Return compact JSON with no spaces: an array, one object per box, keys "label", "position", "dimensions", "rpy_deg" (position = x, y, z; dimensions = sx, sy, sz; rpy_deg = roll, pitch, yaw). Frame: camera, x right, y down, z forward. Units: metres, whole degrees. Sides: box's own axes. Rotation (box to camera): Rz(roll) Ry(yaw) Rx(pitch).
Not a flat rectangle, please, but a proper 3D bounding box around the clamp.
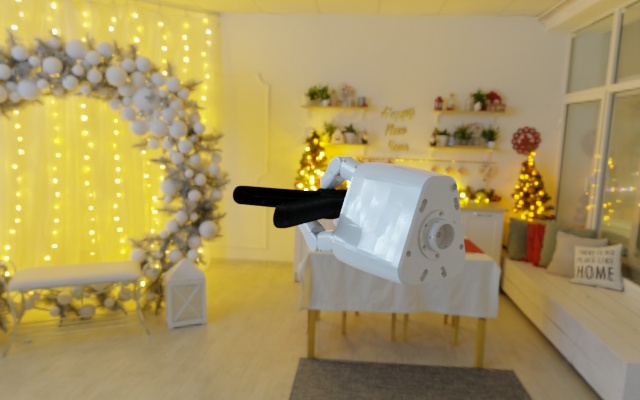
[{"label":"clamp","position":[0.001,0.001,0.605],"dimensions":[0.210,0.036,0.164],"rpy_deg":[-2,12,-33]}]
